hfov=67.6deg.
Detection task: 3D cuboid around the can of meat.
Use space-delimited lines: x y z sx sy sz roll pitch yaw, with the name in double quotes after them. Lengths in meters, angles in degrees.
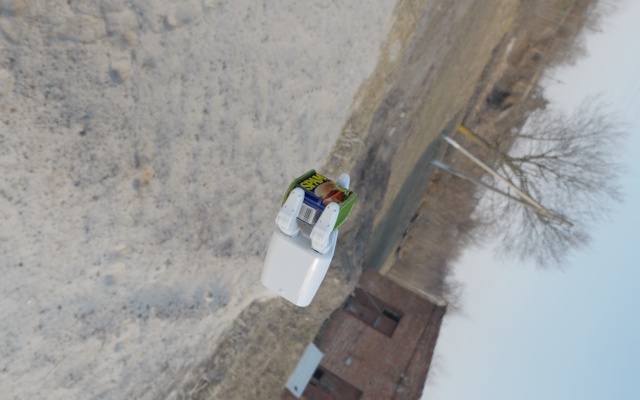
0.000 0.002 0.733 0.084 0.057 0.102 28 26 13 "can of meat"
